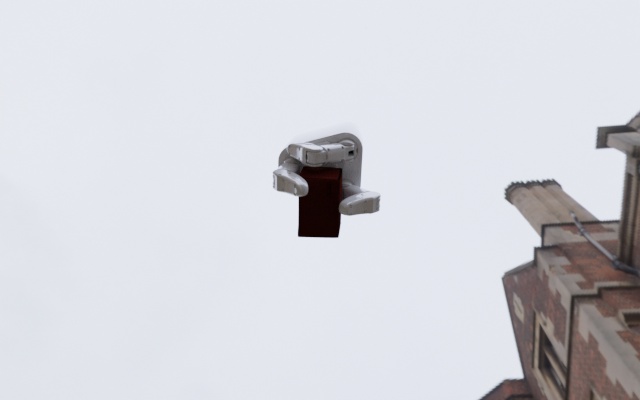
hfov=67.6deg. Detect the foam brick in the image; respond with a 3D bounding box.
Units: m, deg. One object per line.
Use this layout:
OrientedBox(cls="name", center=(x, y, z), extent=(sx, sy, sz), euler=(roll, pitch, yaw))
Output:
OrientedBox(cls="foam brick", center=(0.000, 0.002, 0.598), extent=(0.053, 0.078, 0.051), euler=(3, 20, 4))
